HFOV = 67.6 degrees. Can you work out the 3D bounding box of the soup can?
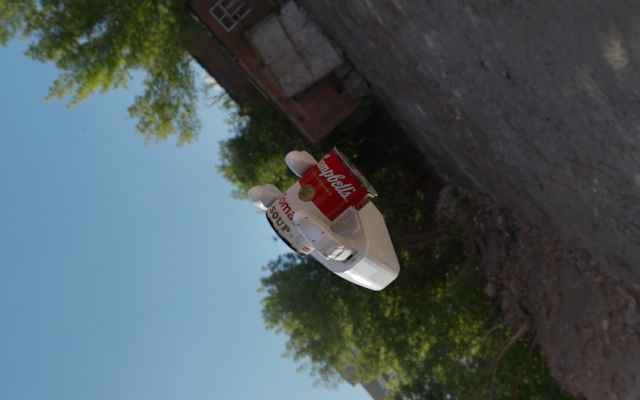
[{"bbox_3d":[0.000,0.002,0.507,0.102,0.068,0.068,-41,-8,9],"label":"soup can"}]
